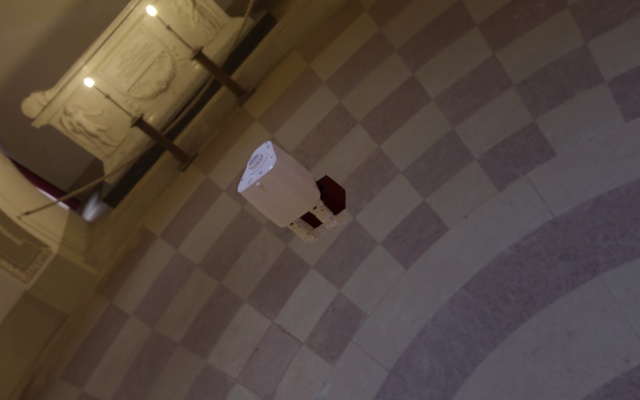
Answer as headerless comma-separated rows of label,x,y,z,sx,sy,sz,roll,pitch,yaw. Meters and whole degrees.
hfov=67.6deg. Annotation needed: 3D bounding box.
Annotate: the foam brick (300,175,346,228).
foam brick,0.000,0.003,0.857,0.078,0.053,0.051,-34,-58,25
